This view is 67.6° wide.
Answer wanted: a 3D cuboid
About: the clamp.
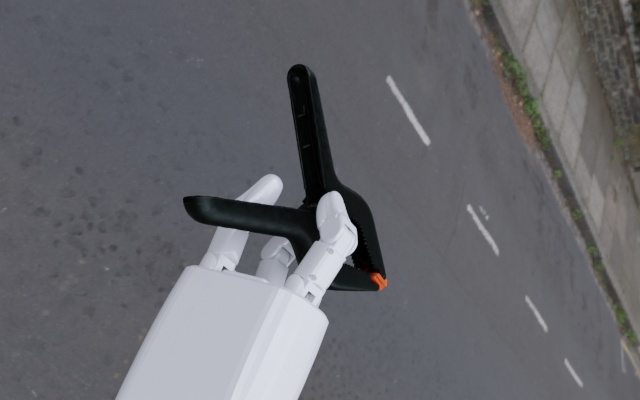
[{"bbox_3d":[0.001,0.002,0.407,0.036,0.164,0.210,-3,-39,44],"label":"clamp"}]
